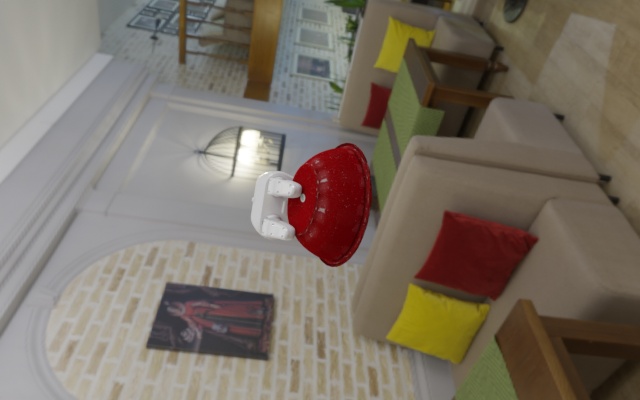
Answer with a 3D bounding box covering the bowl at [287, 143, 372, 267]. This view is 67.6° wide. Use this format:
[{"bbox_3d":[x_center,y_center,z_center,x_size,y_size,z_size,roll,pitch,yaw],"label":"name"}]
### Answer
[{"bbox_3d":[0.000,0.002,0.607,0.055,0.162,0.162,8,-4,-26],"label":"bowl"}]
